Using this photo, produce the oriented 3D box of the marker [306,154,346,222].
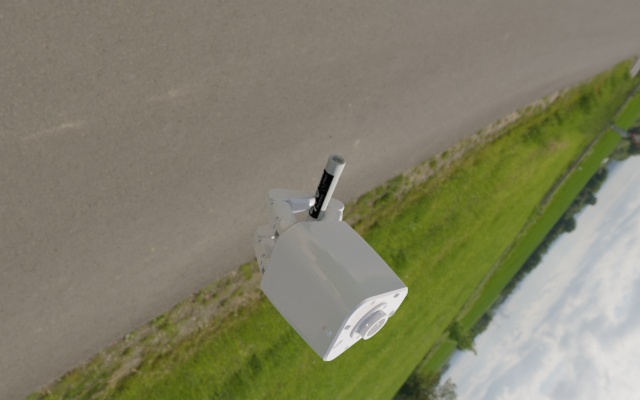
[{"bbox_3d":[0.000,0.002,0.542,0.020,0.121,0.020,14,36,-11],"label":"marker"}]
